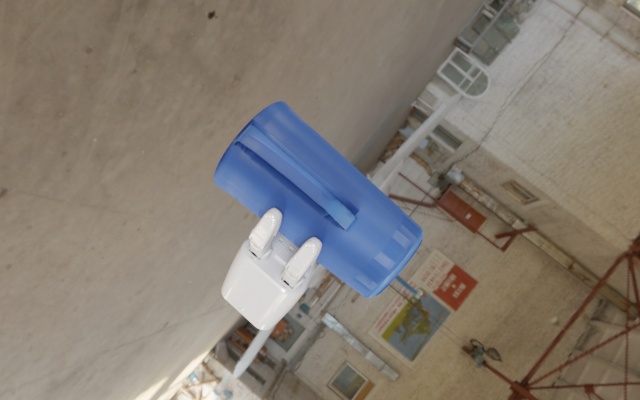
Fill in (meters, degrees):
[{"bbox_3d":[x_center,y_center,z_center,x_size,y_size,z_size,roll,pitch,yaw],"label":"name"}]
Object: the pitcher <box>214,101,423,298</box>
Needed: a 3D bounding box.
[{"bbox_3d":[0.000,0.002,0.572,0.149,0.243,0.145,-44,-9,-50],"label":"pitcher"}]
